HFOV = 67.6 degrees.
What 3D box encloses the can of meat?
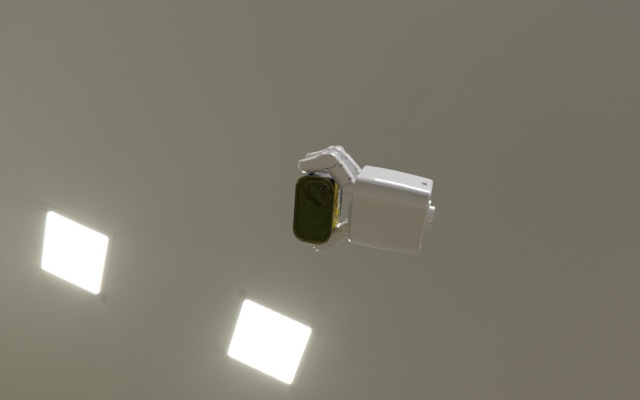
[{"bbox_3d":[0.000,0.002,0.717,0.057,0.102,0.084,9,20,13],"label":"can of meat"}]
